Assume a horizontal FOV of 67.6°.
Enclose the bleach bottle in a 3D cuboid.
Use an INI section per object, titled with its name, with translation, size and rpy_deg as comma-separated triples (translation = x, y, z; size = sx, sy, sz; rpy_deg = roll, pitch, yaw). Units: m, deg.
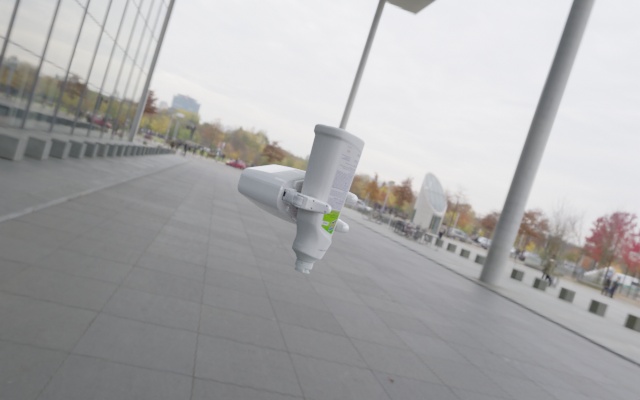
[bleach bottle]
translation = 0.000, 0.003, 0.825
size = 0.068, 0.251, 0.102
rpy_deg = 19, 2, 34
